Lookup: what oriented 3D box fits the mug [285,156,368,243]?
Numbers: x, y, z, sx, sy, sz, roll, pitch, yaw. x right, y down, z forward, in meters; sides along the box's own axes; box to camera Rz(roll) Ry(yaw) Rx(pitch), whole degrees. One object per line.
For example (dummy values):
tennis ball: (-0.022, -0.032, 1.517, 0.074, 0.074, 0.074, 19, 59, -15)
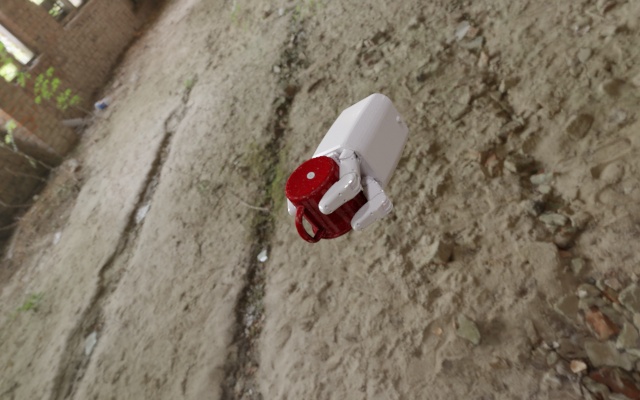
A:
mug: (-0.001, 0.003, 0.650, 0.093, 0.117, 0.081, 1, -38, 44)
